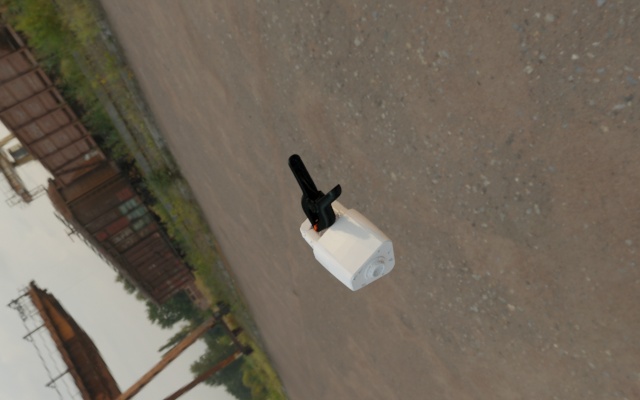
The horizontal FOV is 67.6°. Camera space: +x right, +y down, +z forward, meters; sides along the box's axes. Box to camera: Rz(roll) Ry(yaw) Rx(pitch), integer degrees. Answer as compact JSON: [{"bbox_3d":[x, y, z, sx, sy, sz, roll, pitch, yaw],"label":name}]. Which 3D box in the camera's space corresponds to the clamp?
[{"bbox_3d":[0.000,0.003,0.861,0.039,0.172,0.120,-36,48,-18],"label":"clamp"}]
